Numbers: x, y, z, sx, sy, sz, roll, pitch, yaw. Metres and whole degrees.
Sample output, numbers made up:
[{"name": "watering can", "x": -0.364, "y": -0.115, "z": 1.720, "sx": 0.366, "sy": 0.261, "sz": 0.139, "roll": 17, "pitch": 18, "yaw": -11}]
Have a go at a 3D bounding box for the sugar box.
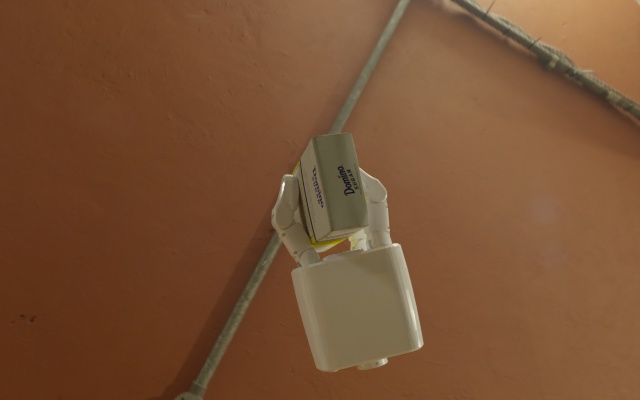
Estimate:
[{"name": "sugar box", "x": 0.001, "y": 0.002, "z": 0.515, "sx": 0.048, "sy": 0.093, "sz": 0.176, "roll": -8, "pitch": -11, "yaw": -17}]
